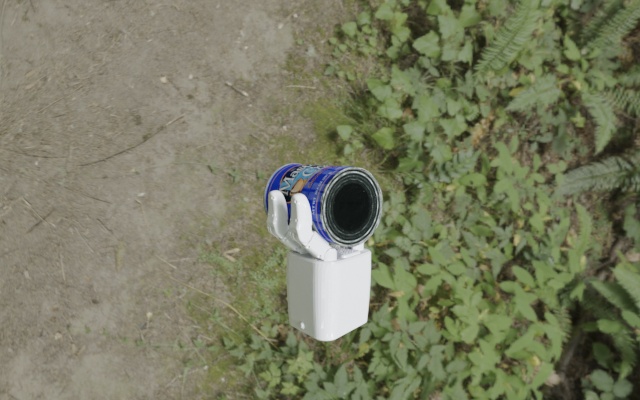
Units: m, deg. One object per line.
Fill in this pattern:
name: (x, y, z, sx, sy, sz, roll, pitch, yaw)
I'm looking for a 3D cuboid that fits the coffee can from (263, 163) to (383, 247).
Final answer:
coffee can: (0.000, 0.002, 0.657, 0.103, 0.103, 0.140, 0, 5, -37)
